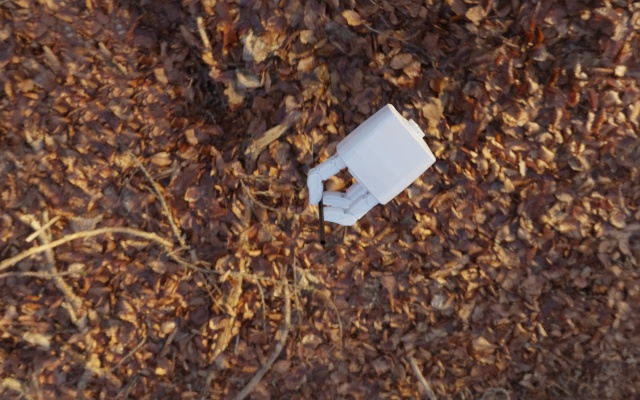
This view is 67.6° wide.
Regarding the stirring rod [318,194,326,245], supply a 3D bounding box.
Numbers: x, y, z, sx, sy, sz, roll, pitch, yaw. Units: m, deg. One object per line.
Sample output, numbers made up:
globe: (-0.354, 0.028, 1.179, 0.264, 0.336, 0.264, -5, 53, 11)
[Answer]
stirring rod: (0.000, 0.002, 0.770, 0.011, 0.011, 0.239, 0, 28, -2)
